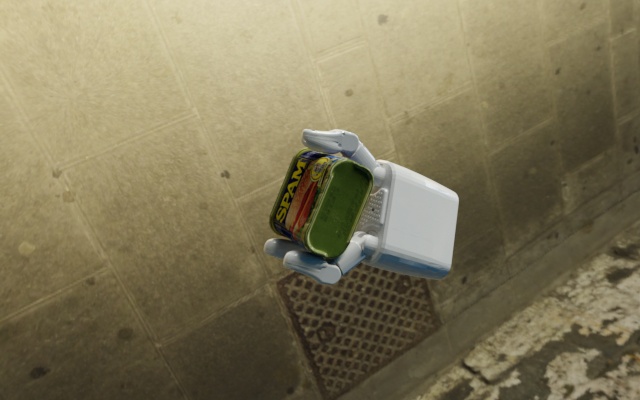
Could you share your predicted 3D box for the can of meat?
[{"bbox_3d":[0.000,0.002,0.488,0.057,0.102,0.084,22,0,-30],"label":"can of meat"}]
